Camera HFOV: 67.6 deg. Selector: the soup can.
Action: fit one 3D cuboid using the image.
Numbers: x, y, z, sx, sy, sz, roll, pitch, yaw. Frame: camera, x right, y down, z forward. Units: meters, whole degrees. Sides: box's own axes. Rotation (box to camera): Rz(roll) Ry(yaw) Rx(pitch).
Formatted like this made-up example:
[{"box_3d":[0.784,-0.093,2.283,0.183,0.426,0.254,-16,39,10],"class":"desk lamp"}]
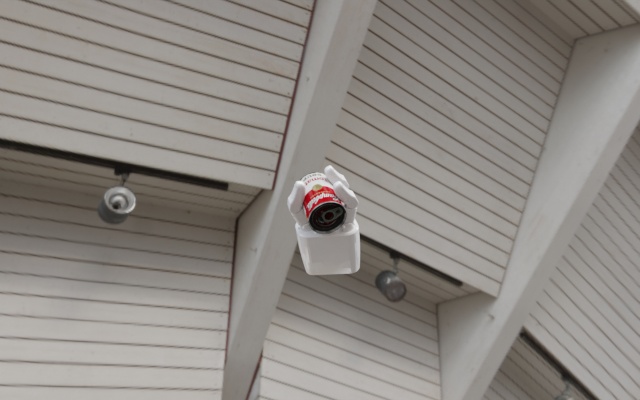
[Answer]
[{"box_3d":[0.000,0.002,0.852,0.068,0.068,0.102,0,34,-17],"class":"soup can"}]
